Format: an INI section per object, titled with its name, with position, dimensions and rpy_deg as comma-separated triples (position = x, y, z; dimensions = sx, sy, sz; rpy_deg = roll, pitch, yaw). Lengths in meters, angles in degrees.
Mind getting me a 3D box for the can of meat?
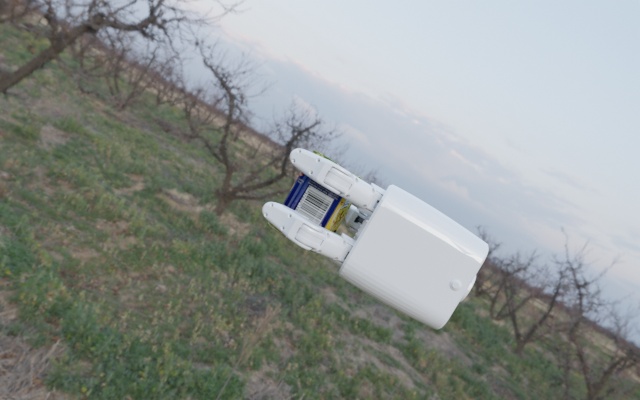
[can of meat]
position = 0.000, 0.001, 0.487
dimensions = 0.057, 0.084, 0.102
rpy_deg = 31, 3, 10
